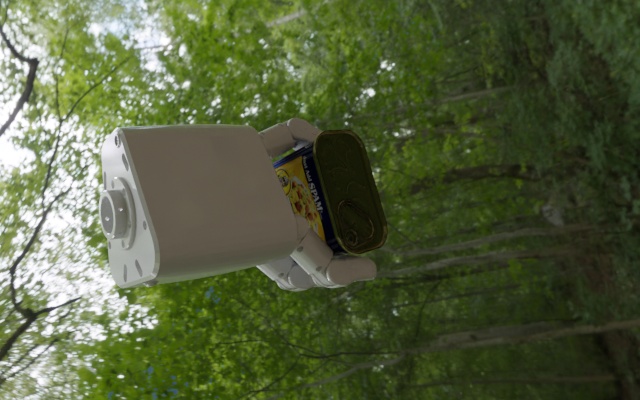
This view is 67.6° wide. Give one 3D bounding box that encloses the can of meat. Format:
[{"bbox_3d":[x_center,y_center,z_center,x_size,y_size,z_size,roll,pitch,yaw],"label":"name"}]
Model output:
[{"bbox_3d":[0.000,0.001,0.412,0.057,0.102,0.084,-11,-6,-42],"label":"can of meat"}]
